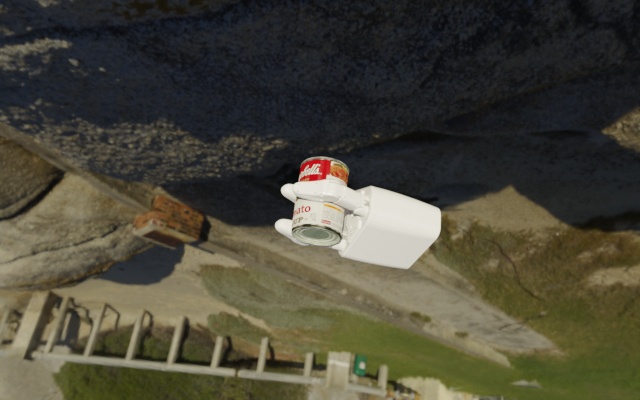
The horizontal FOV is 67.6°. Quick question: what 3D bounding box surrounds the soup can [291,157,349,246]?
[{"bbox_3d":[0.000,0.002,0.642,0.068,0.102,0.068,6,-25,3],"label":"soup can"}]
